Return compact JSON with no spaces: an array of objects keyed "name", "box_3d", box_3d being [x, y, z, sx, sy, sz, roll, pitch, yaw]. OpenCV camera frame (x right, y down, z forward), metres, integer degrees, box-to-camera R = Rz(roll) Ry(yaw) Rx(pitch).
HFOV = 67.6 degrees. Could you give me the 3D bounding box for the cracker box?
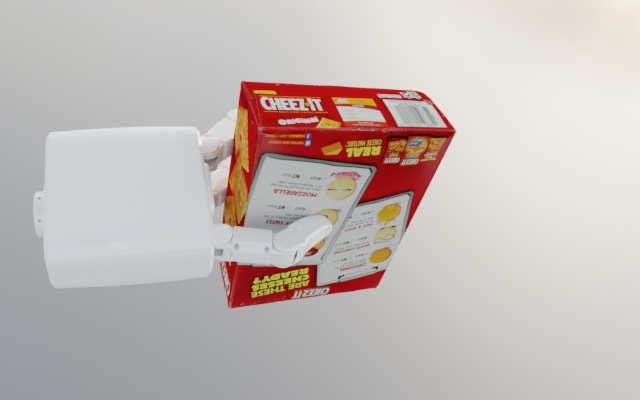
[{"name":"cracker box","box_3d":[0.000,0.001,0.436,0.164,0.214,0.072,-3,46,-21]}]
